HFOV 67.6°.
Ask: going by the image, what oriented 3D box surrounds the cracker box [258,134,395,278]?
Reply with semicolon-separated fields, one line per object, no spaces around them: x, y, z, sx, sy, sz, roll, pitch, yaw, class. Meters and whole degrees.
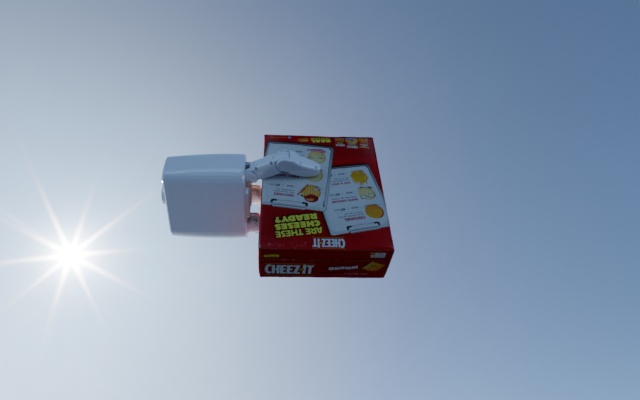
0.000;0.002;0.654;0.164;0.213;0.072;1;-43;-5;cracker box
